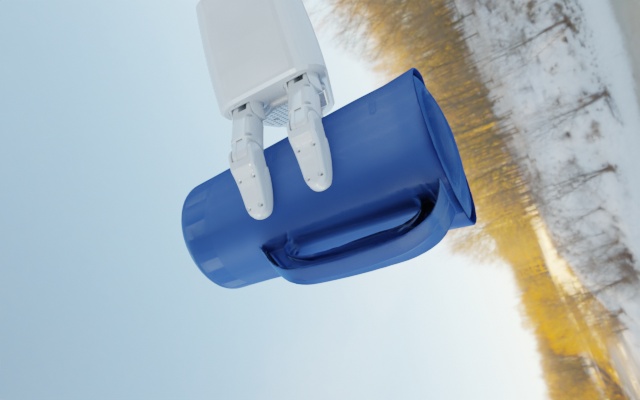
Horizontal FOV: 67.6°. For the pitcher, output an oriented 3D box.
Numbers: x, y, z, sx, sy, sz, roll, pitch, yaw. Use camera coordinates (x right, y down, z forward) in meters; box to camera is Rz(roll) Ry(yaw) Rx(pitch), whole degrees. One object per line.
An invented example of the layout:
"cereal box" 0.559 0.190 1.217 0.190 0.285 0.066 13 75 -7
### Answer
"pitcher" 0.000 0.001 0.412 0.243 0.145 0.149 -22 -13 22
